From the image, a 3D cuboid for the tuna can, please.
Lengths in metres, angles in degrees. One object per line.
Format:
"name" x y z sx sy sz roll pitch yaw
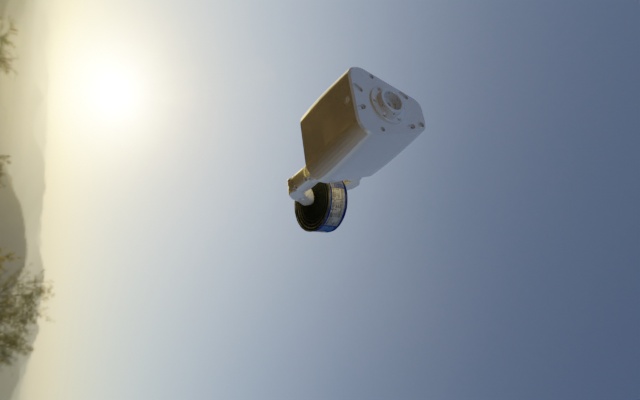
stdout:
"tuna can" 0.001 0.002 0.668 0.034 0.086 0.086 7 -4 -35
